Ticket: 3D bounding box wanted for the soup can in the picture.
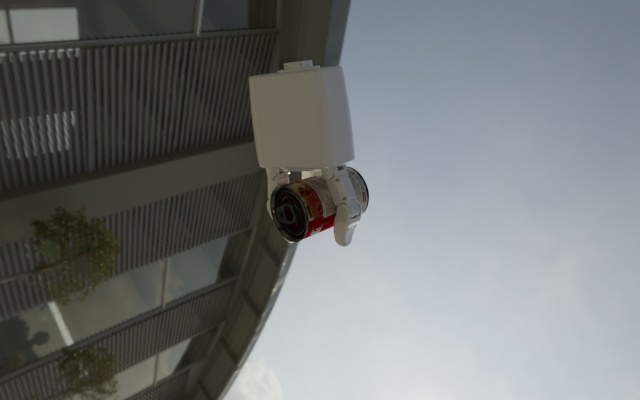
[{"bbox_3d":[0.000,0.002,0.573,0.102,0.068,0.068,-20,12,-37],"label":"soup can"}]
